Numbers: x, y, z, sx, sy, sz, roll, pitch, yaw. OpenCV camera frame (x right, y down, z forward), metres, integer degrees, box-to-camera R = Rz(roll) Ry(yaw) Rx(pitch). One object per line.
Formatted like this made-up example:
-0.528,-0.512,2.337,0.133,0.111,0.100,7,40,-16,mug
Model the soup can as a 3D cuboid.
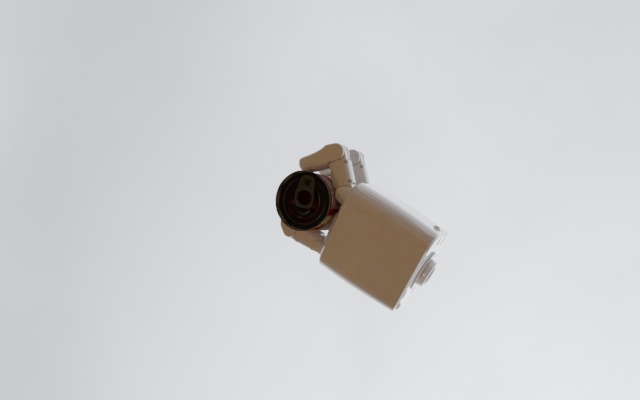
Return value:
0.000,0.002,0.574,0.068,0.068,0.102,0,-2,24,soup can
